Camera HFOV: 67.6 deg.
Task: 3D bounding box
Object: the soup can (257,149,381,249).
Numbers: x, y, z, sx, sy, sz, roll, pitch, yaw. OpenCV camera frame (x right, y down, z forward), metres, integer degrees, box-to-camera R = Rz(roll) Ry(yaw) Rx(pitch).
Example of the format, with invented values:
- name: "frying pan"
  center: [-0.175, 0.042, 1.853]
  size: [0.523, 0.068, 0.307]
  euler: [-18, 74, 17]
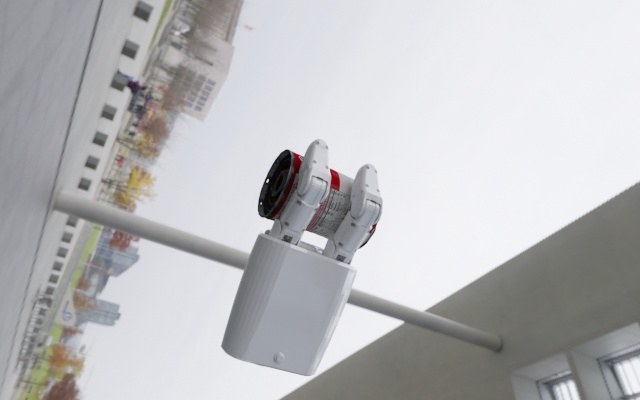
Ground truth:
- name: "soup can"
  center: [0.000, 0.001, 0.460]
  size: [0.102, 0.068, 0.068]
  euler: [22, -9, -22]
